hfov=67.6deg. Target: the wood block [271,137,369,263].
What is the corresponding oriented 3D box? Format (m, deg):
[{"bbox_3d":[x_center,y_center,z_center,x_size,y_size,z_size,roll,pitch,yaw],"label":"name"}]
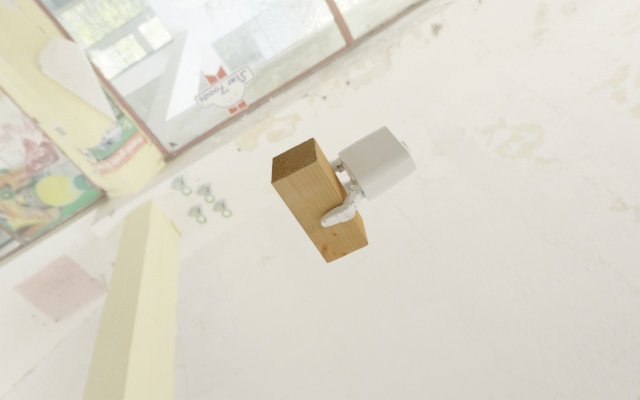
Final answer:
[{"bbox_3d":[0.001,0.003,0.872,0.090,0.206,0.090,-25,32,12],"label":"wood block"}]
